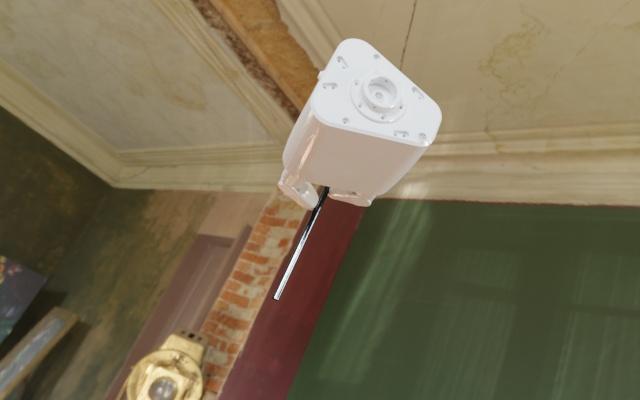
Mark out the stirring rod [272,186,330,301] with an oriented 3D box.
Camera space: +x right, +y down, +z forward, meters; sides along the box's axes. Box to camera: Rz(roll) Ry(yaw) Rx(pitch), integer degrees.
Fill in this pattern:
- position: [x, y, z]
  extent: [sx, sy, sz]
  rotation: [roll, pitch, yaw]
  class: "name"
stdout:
- position: [0.000, 0.002, 0.537]
  extent: [0.011, 0.239, 0.011]
  rotation: [20, -25, 10]
  class: "stirring rod"
